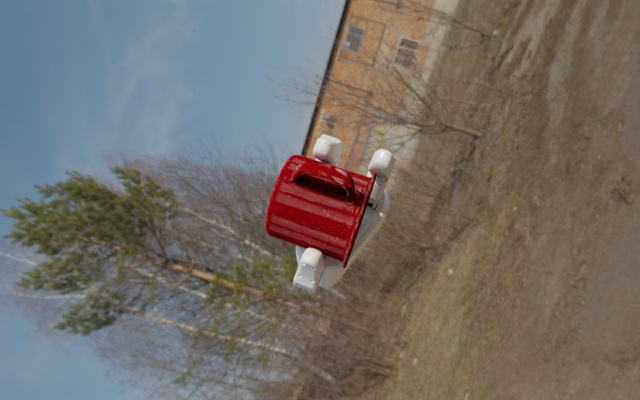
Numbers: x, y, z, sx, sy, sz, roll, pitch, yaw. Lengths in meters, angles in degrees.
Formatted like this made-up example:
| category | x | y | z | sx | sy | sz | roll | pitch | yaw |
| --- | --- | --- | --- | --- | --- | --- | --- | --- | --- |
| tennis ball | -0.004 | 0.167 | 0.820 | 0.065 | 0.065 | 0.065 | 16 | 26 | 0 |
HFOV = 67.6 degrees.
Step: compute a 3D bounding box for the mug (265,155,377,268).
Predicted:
| category | x | y | z | sx | sy | sz | roll | pitch | yaw |
| --- | --- | --- | --- | --- | --- | --- | --- | --- | --- |
| mug | 0.000 | 0.001 | 0.435 | 0.081 | 0.093 | 0.117 | 18 | -24 | 6 |
